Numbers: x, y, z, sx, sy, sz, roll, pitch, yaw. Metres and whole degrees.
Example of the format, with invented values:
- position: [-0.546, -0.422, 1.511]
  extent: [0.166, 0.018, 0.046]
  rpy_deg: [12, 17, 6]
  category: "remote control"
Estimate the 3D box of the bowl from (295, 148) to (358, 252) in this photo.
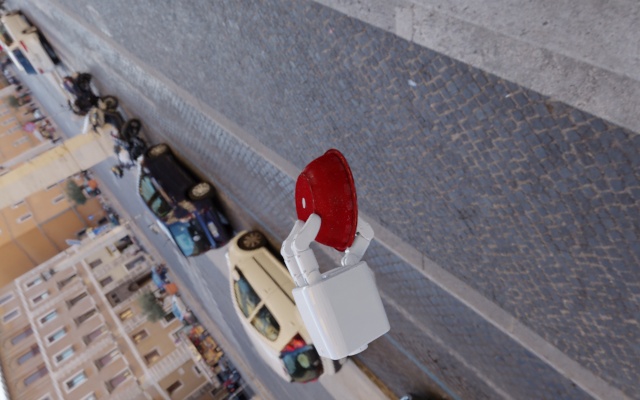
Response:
- position: [-0.001, 0.001, 0.732]
  extent: [0.055, 0.162, 0.162]
  rpy_deg: [-6, 2, -19]
  category: "bowl"
